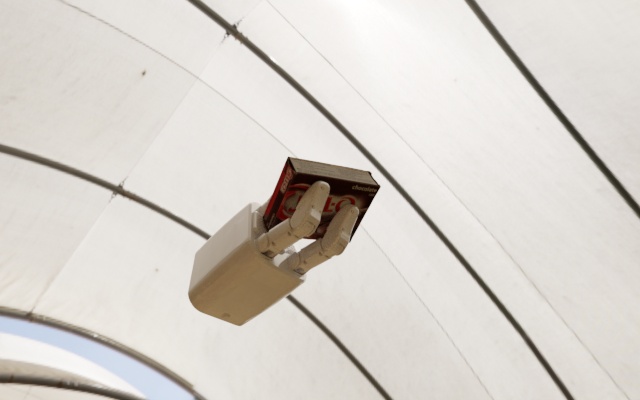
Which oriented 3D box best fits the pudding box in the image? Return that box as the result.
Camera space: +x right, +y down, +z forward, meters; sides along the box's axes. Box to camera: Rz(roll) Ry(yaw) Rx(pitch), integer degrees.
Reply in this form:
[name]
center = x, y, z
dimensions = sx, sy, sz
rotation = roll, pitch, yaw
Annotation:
[pudding box]
center = 0.000, 0.002, 0.555
dimensions = 0.113, 0.090, 0.039
rotation = 6, 37, -29
